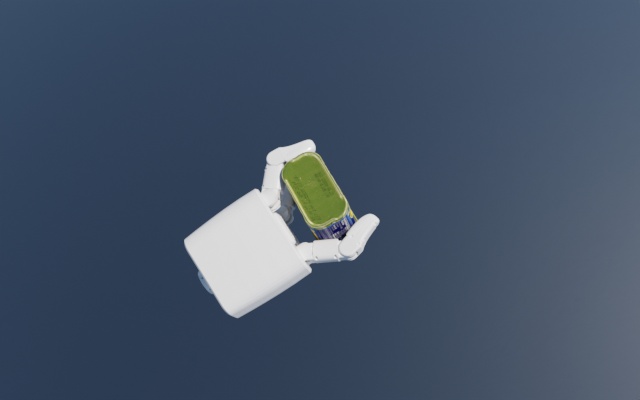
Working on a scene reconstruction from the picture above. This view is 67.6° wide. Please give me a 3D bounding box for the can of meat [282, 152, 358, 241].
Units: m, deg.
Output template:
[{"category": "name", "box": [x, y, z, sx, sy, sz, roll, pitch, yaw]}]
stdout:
[{"category": "can of meat", "box": [0.000, 0.002, 0.572, 0.057, 0.102, 0.084, -30, -26, 0]}]
